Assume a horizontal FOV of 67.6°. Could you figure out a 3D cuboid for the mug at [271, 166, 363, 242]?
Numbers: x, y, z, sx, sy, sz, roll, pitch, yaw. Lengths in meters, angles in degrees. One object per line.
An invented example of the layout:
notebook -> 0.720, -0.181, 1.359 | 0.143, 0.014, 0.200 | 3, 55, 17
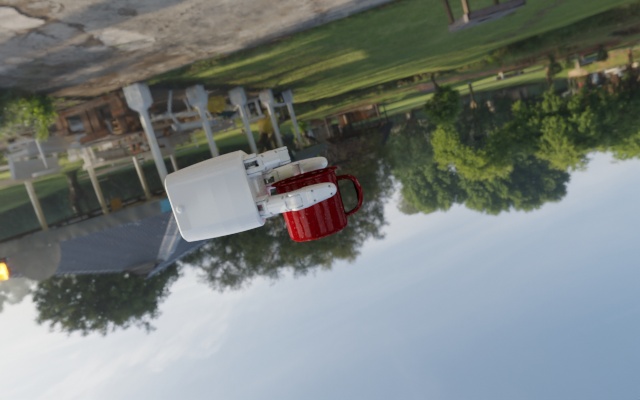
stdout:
mug -> 0.002, 0.002, 0.646 | 0.117, 0.081, 0.093 | -15, 8, 8
